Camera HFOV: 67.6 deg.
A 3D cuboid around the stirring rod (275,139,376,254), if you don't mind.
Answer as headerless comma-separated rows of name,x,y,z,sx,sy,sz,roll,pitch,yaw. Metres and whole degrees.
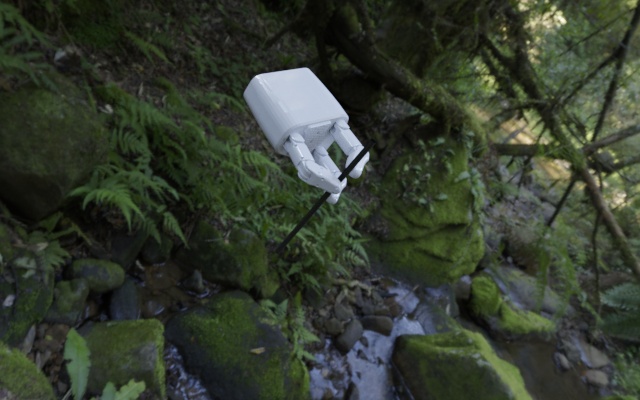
stirring rod,0.000,0.002,0.654,0.011,0.011,0.240,0,-39,-44
